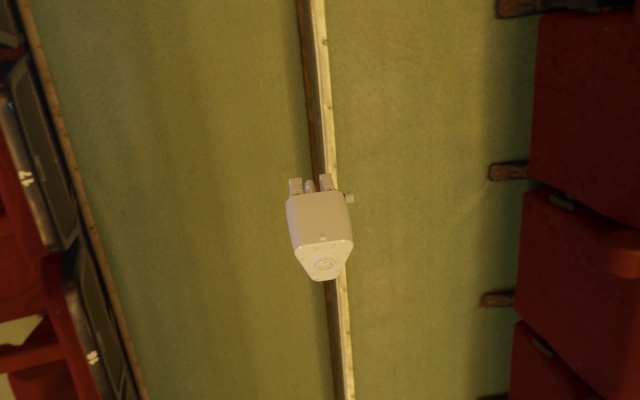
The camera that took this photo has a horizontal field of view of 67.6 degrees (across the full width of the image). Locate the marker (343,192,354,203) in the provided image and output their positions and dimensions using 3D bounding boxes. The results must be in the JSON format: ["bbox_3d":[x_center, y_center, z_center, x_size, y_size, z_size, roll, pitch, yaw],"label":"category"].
[{"bbox_3d":[0.000,0.003,0.869,0.121,0.020,0.020,-8,0,-4],"label":"marker"}]
